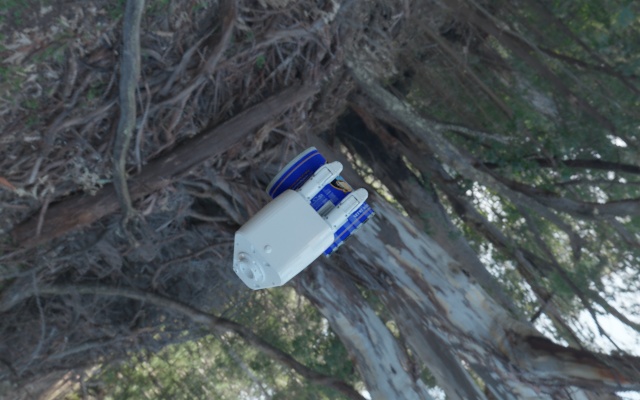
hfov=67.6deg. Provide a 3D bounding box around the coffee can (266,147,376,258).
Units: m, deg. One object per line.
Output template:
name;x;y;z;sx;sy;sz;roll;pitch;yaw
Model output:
coffee can;0.000;0.002;0.735;0.103;0.140;0.103;-43;-5;-4
